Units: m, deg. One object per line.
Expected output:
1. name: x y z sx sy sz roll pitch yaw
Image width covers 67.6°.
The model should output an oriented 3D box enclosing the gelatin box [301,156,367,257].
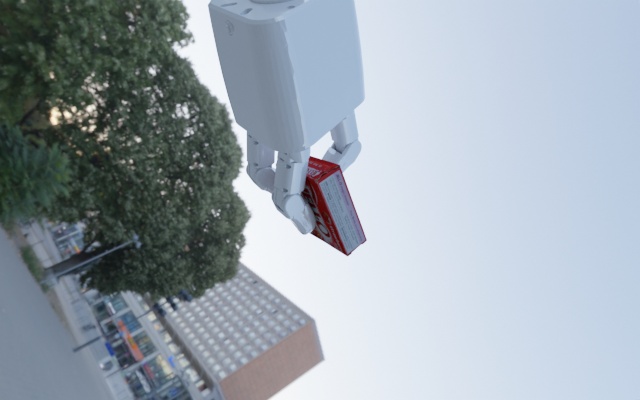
1. gelatin box: 0.001 0.002 0.454 0.030 0.089 0.073 -36 33 -20
